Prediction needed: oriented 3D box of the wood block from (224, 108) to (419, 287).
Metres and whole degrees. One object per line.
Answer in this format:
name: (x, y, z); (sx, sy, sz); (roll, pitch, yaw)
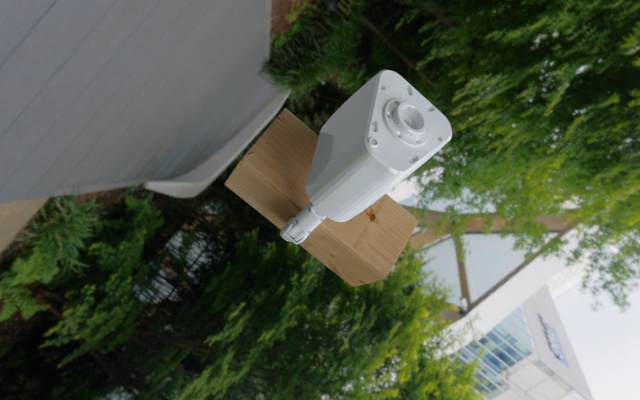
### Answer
wood block: (0.000, 0.002, 0.571); (0.206, 0.090, 0.090); (40, -26, -8)
